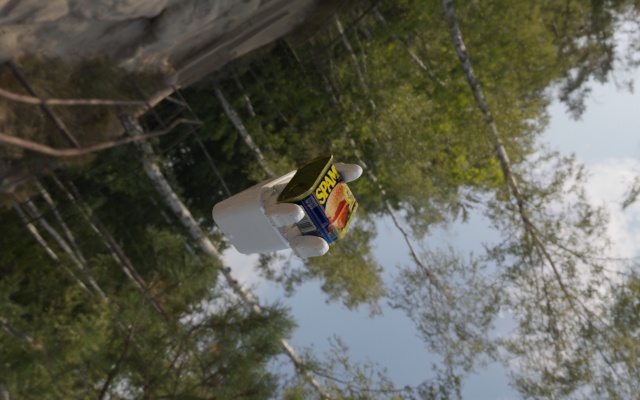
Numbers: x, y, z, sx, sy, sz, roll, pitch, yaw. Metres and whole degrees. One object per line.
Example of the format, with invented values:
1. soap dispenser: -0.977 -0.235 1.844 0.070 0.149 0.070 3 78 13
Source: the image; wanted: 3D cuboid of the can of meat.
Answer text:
1. can of meat: 0.000 0.002 0.629 0.057 0.084 0.102 -16 27 34
